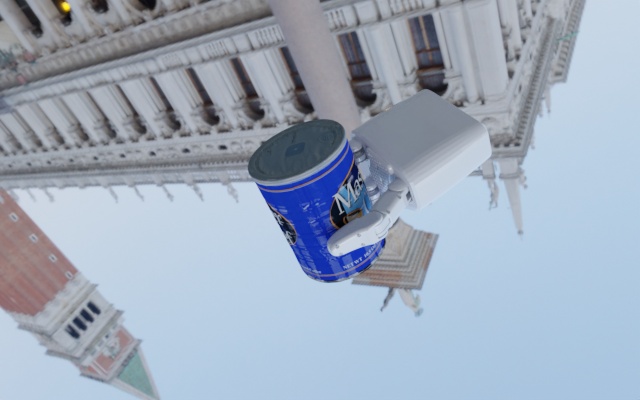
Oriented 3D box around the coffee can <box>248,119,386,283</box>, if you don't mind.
[{"bbox_3d":[0.000,0.002,0.502,0.103,0.140,0.102,-17,34,12],"label":"coffee can"}]
